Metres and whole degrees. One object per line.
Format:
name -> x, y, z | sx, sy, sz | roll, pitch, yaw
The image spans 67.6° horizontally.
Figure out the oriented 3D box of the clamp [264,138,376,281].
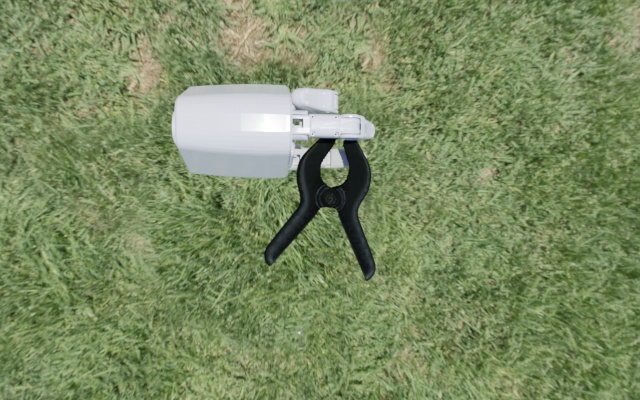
clamp -> 0.000, 0.002, 0.509 | 0.120, 0.171, 0.039 | 0, 4, -7
